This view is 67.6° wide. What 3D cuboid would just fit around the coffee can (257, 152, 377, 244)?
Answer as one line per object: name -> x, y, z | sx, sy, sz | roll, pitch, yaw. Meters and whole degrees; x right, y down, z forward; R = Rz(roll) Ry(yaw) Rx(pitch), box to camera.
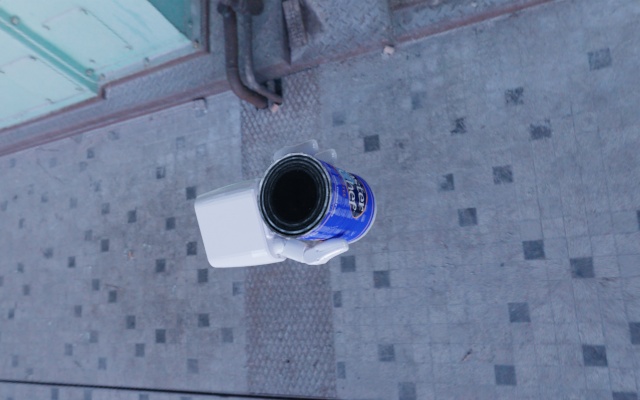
coffee can -> 0.000, 0.002, 0.619 | 0.103, 0.103, 0.140 | 0, -7, 28
